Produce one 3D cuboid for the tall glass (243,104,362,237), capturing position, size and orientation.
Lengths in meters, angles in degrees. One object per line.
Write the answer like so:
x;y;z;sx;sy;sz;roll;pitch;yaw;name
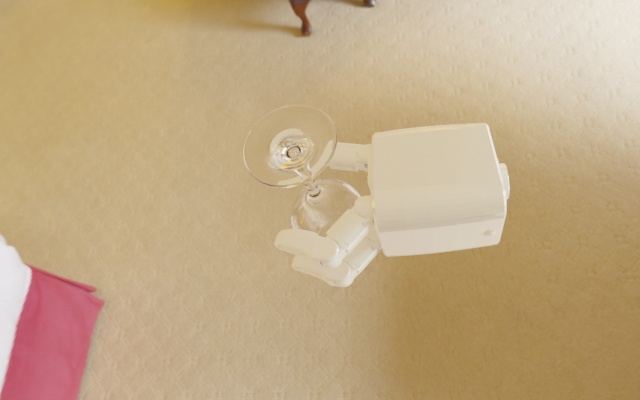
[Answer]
0.000;0.001;0.446;0.079;0.079;0.201;0;-26;15;tall glass
